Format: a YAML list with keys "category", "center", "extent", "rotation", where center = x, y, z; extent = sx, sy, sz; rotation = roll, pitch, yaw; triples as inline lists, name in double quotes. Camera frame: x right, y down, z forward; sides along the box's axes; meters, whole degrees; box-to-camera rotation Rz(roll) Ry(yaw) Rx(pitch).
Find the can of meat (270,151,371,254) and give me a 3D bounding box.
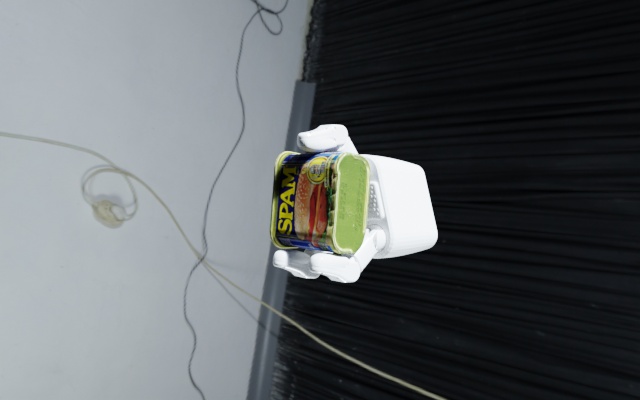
- category: "can of meat"
  center: [0.000, 0.001, 0.480]
  extent: [0.084, 0.102, 0.057]
  rotation: [3, -2, 42]
